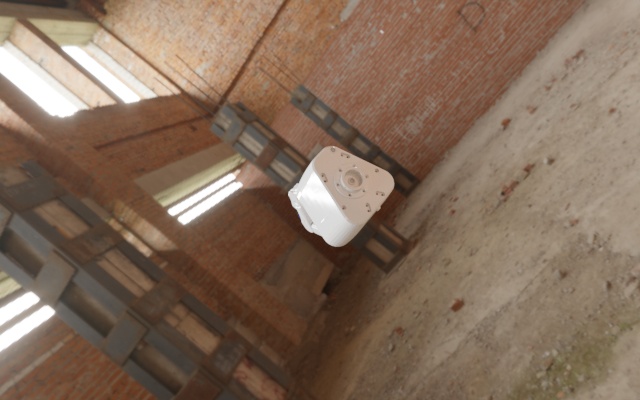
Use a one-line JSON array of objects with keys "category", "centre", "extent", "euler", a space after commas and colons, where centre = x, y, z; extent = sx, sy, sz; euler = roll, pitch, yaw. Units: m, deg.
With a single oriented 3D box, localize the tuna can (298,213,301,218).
[{"category": "tuna can", "centre": [0.000, 0.002, 0.796], "extent": [0.034, 0.086, 0.086], "euler": [37, 4, 5]}]
